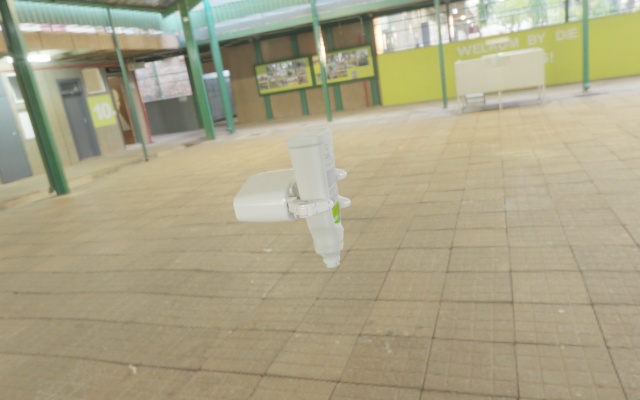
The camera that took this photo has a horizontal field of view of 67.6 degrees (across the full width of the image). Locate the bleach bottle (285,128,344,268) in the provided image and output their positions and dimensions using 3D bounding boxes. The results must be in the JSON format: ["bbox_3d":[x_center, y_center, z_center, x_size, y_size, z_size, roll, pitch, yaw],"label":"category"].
[{"bbox_3d":[0.000,0.003,0.852,0.068,0.251,0.102,-4,15,20],"label":"bleach bottle"}]
